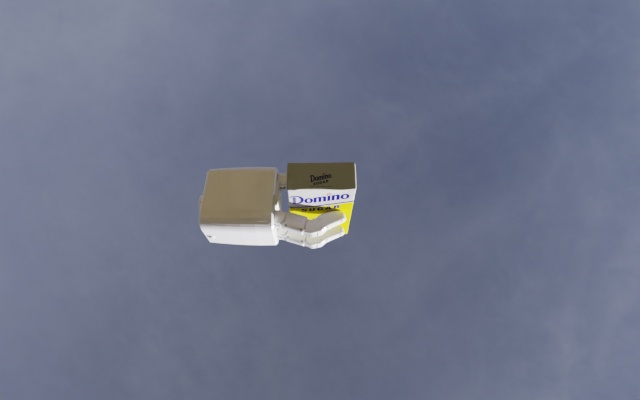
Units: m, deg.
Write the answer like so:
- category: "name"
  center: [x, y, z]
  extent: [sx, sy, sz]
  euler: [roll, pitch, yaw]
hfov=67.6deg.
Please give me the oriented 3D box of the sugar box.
- category: "sugar box"
  center: [0.000, 0.003, 0.701]
  extent: [0.093, 0.048, 0.176]
  euler: [-1, -21, 0]
